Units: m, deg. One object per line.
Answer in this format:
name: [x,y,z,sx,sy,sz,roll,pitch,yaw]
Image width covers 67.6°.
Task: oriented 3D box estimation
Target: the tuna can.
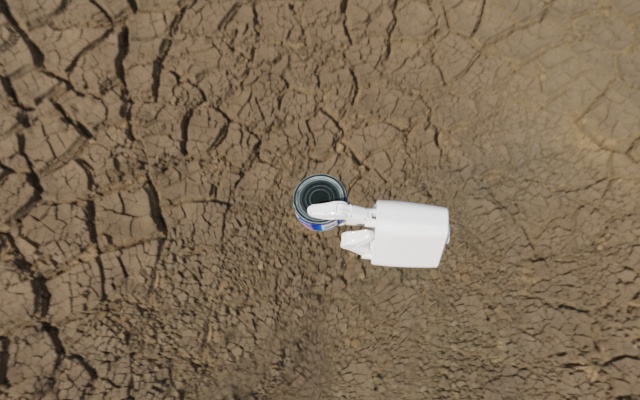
tuna can: [0.000,0.002,0.739,0.086,0.086,0.034,0,-22,6]
